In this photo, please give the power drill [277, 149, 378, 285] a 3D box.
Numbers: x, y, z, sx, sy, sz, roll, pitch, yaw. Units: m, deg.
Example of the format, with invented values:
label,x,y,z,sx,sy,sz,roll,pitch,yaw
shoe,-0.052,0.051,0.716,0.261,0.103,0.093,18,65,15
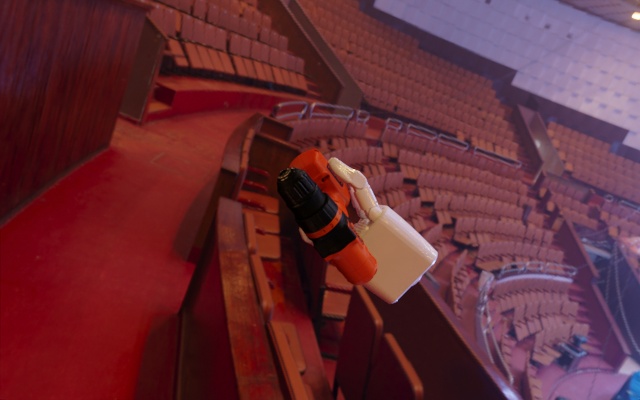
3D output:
label,x,y,z,sx,sy,sz,roll,pitch,yaw
power drill,0.000,0.002,0.634,0.057,0.184,0.187,-30,28,10
